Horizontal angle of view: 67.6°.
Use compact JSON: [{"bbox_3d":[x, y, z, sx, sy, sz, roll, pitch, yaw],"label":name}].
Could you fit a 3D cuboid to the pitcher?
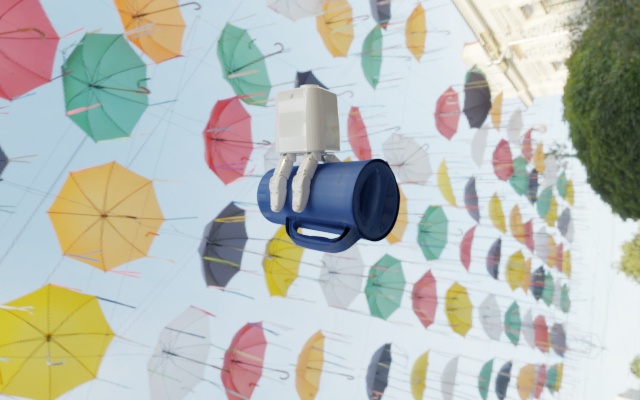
[{"bbox_3d":[0.000,0.003,0.824,0.243,0.145,0.149,2,5,41],"label":"pitcher"}]
